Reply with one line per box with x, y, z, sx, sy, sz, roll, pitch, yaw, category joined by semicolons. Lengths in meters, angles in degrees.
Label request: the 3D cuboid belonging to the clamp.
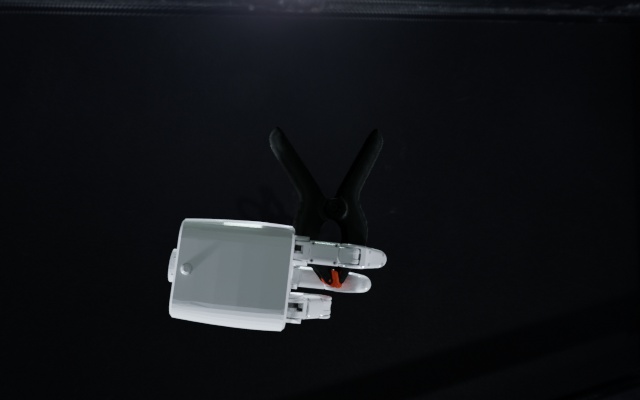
0.000;0.002;0.493;0.120;0.171;0.039;7;-7;-8;clamp
